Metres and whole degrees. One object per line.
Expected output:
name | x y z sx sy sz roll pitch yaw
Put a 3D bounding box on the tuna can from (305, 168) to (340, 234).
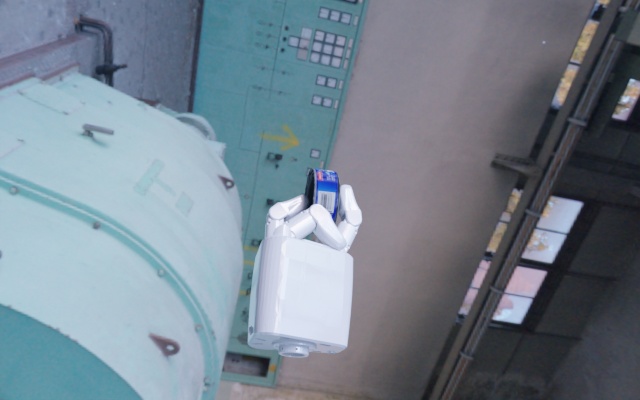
tuna can | 0.001 0.002 0.623 0.034 0.086 0.086 6 -1 -10
